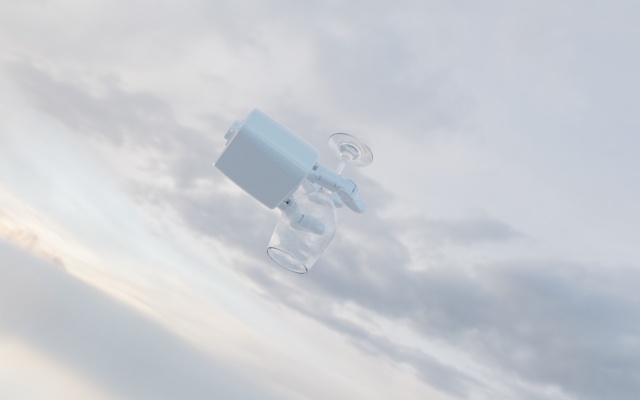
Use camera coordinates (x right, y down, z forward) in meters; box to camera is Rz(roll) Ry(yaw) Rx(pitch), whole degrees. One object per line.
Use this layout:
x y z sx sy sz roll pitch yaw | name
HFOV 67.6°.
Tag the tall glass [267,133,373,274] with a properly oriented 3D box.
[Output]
0.001 0.002 0.670 0.079 0.201 0.079 23 -26 12 | tall glass
